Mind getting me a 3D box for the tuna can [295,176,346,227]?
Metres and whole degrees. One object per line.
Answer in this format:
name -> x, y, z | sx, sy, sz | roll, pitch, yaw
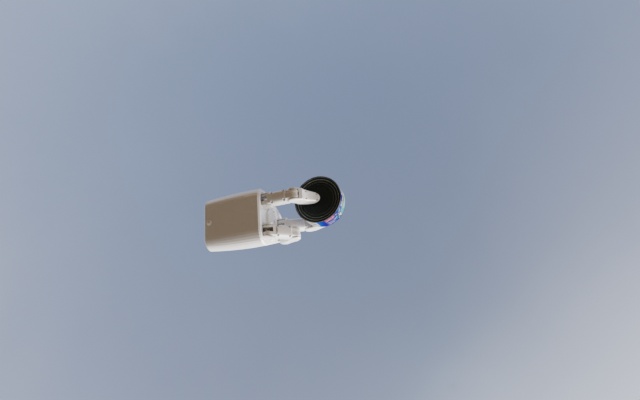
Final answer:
tuna can -> 0.000, 0.003, 0.841 | 0.086, 0.086, 0.034 | 0, -19, 21
